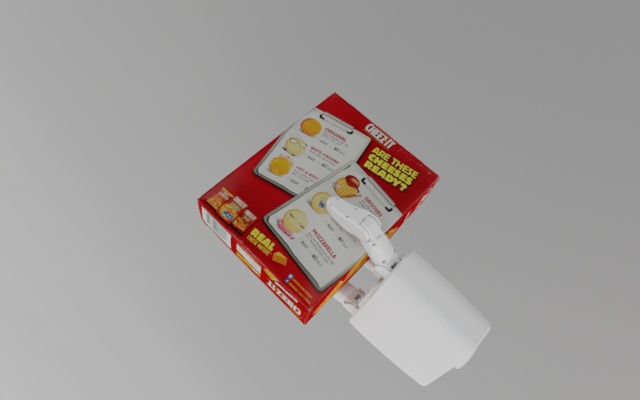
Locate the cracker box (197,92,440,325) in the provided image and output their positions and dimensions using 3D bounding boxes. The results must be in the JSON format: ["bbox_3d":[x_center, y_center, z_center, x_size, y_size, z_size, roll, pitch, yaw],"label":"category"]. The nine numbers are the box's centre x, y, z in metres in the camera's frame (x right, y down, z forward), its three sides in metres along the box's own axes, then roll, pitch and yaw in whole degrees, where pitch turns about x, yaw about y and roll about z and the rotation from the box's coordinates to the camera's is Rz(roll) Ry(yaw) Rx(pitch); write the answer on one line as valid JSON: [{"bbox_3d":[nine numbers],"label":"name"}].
[{"bbox_3d":[0.000,0.002,0.533,0.213,0.164,0.072,-42,-14,-25],"label":"cracker box"}]
